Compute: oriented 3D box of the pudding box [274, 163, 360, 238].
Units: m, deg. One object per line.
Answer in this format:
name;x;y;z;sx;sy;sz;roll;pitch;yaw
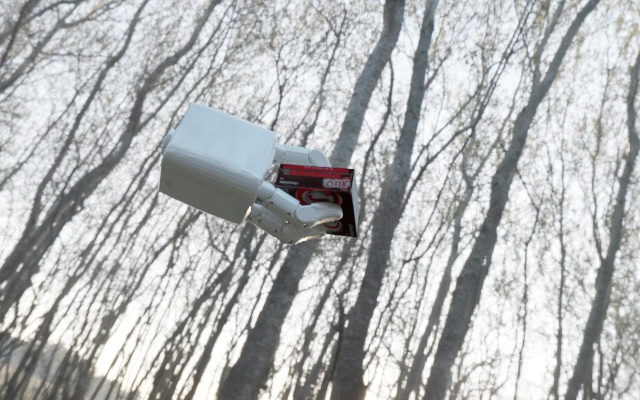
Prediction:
pudding box;0.000;0.002;0.582;0.090;0.039;0.114;6;-28;12
